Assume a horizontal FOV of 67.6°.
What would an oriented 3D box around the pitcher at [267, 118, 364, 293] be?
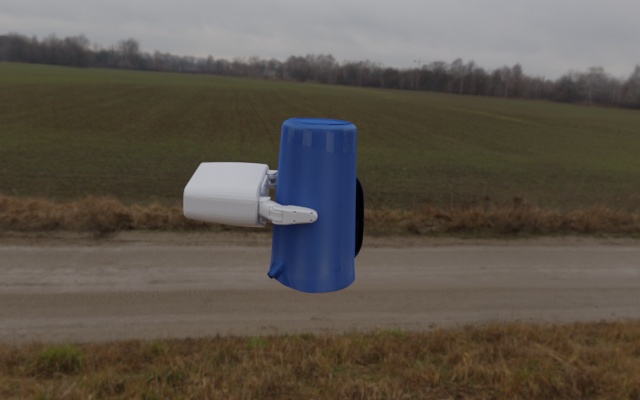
[{"bbox_3d":[0.000,0.002,0.716,0.145,0.243,0.149,4,14,1],"label":"pitcher"}]
